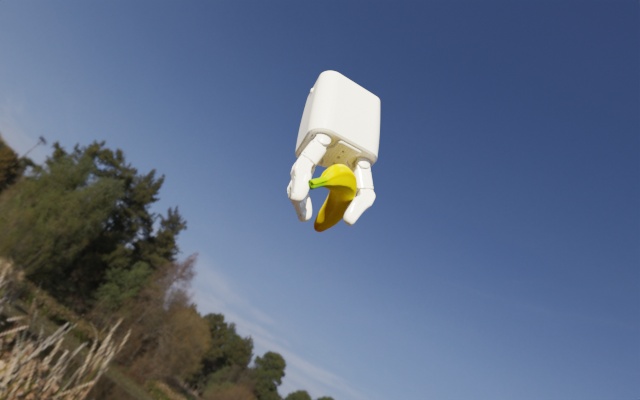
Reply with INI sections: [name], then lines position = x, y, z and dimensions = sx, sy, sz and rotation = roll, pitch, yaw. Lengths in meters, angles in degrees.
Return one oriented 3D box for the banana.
[banana]
position = 0.018, -0.005, 0.664
dimensions = 0.069, 0.037, 0.198
rotation = -19, -21, -5
